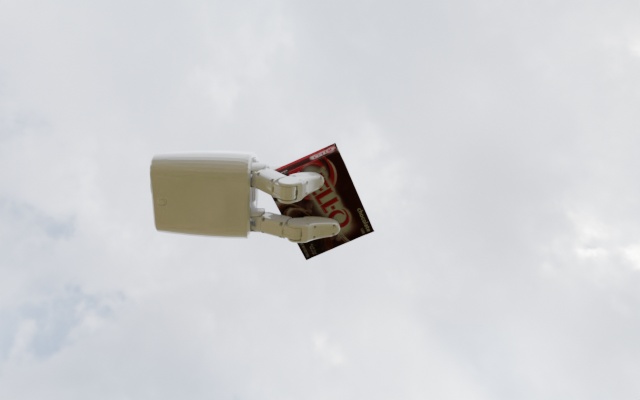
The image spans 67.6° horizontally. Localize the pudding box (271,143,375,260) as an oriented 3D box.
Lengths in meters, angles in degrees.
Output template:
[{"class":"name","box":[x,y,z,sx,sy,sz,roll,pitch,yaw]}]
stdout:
[{"class":"pudding box","box":[0.000,0.002,0.556,0.090,0.113,0.039,-23,25,7]}]
